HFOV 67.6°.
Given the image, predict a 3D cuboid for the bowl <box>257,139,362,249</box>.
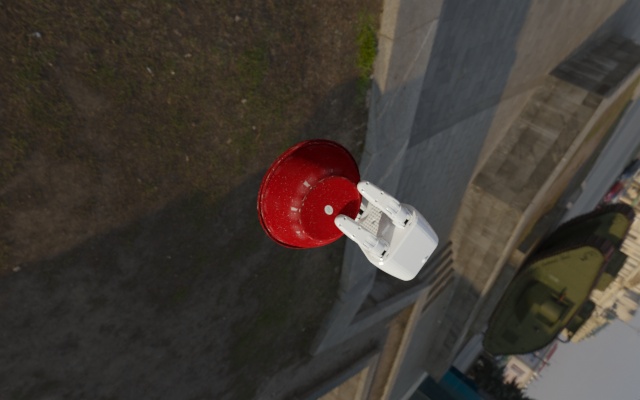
[{"bbox_3d":[-0.001,0.002,0.638,0.162,0.162,0.055,0,21,-32],"label":"bowl"}]
